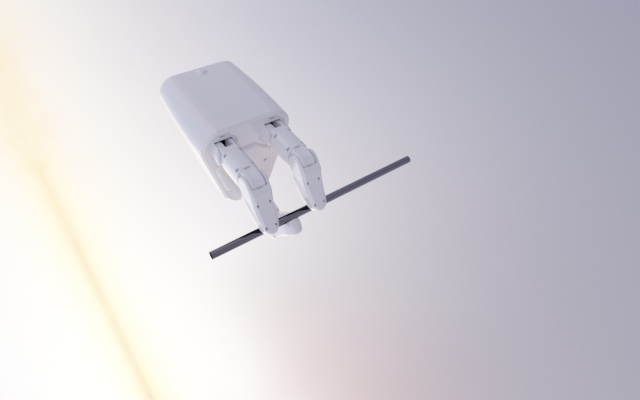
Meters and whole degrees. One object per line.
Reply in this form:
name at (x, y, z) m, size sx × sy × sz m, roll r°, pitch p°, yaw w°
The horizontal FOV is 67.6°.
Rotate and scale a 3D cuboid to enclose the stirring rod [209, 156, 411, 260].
stirring rod at (0.000, 0.002, 0.474) m, size 0.239 × 0.011 × 0.011 m, roll -26°, pitch 12°, yaw -27°
